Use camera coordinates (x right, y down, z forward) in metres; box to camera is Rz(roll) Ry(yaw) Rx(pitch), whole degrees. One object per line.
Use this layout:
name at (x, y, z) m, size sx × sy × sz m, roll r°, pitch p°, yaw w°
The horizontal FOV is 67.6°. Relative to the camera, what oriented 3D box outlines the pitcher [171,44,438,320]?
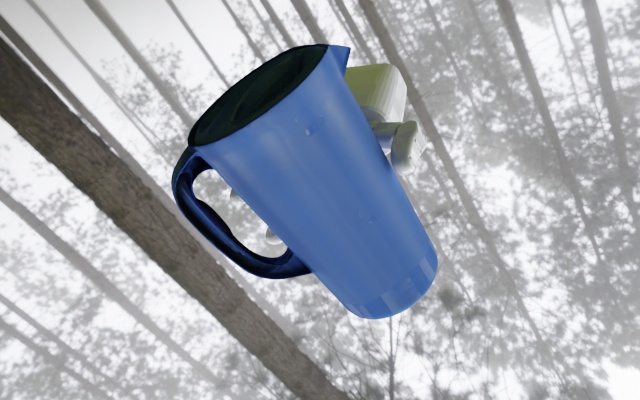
pitcher at (0.000, 0.001, 0.425) m, size 0.149 × 0.243 × 0.145 m, roll -17°, pitch 34°, yaw 32°
